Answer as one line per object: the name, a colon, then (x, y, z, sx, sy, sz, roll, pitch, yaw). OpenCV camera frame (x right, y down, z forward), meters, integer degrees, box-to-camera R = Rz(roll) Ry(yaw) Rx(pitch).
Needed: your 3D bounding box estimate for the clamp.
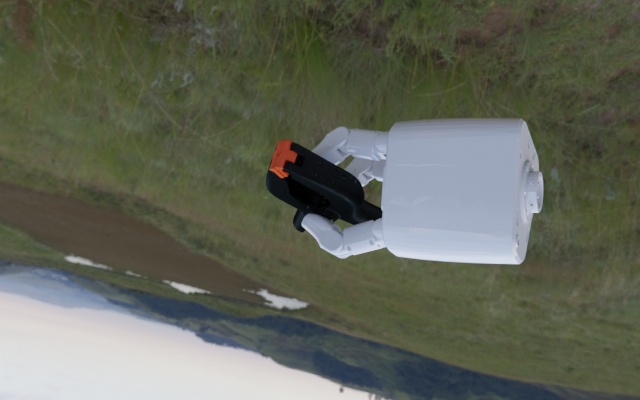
clamp: (0.000, 0.002, 0.481, 0.164, 0.036, 0.210, 3, -21, 34)
